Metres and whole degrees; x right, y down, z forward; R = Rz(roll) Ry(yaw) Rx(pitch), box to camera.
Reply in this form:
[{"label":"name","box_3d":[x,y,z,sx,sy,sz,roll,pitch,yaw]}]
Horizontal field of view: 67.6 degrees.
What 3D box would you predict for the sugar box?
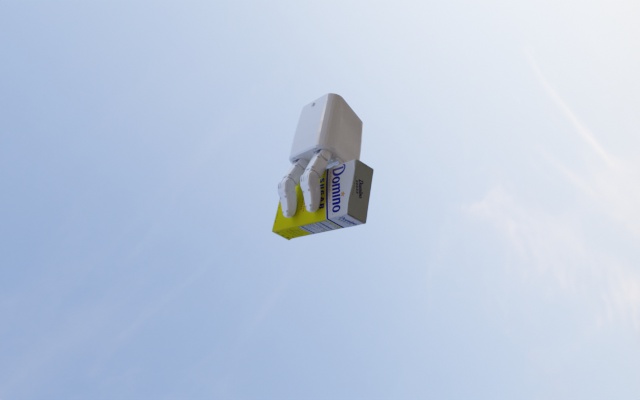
[{"label":"sugar box","box_3d":[0.000,0.002,0.746,0.048,0.093,0.176,27,-29,-33]}]
